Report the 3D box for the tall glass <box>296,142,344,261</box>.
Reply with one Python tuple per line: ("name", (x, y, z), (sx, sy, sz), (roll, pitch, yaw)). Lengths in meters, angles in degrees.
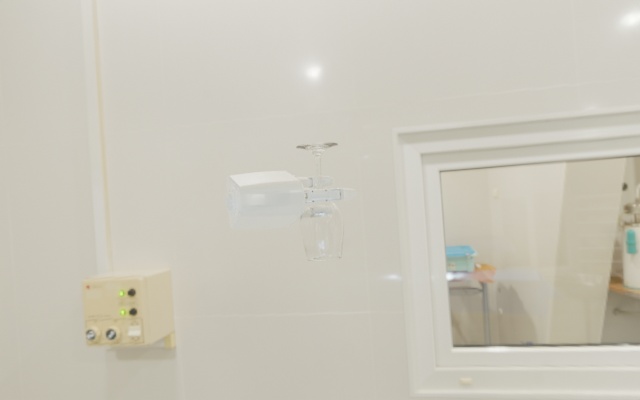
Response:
("tall glass", (0.000, 0.002, 0.837), (0.079, 0.201, 0.079), (-4, 0, 0))
